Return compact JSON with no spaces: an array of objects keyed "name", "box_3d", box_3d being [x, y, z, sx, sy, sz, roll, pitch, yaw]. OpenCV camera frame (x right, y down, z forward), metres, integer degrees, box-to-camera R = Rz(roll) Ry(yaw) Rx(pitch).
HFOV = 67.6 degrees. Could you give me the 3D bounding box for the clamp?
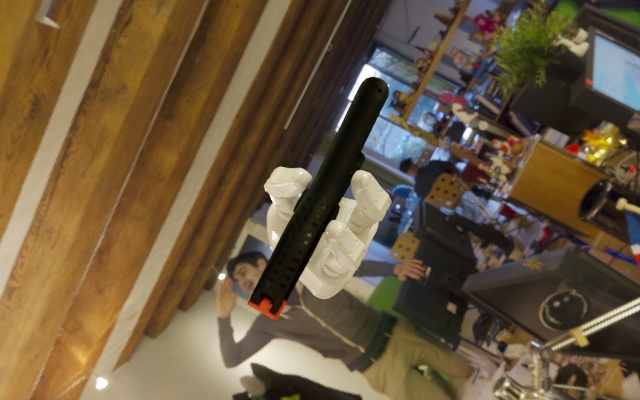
[{"name":"clamp","box_3d":[-0.001,0.002,0.420,0.036,0.210,0.165,27,-22,6]}]
